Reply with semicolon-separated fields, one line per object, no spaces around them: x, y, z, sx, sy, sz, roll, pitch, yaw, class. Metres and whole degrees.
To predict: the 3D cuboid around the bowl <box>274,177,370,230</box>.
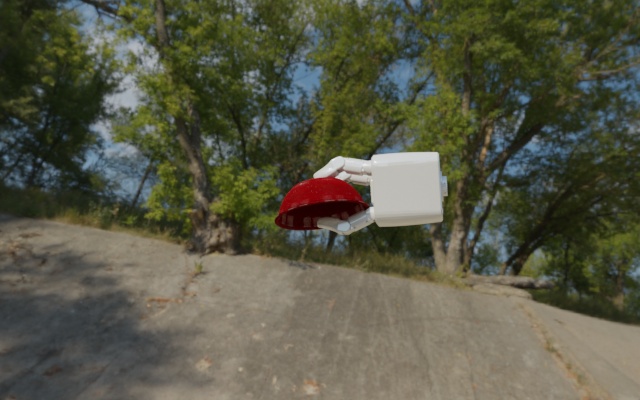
-0.001;0.002;0.805;0.162;0.055;0.162;-8;-18;-3;bowl
